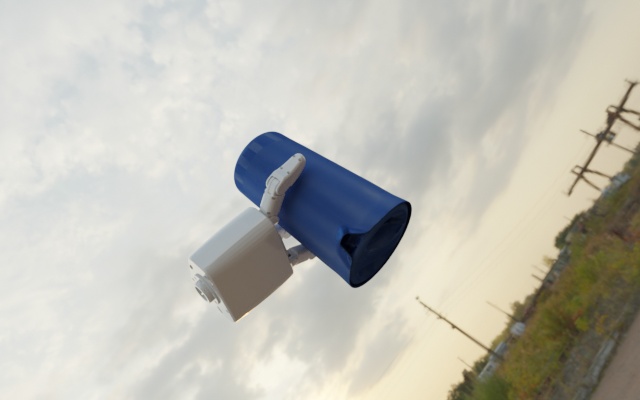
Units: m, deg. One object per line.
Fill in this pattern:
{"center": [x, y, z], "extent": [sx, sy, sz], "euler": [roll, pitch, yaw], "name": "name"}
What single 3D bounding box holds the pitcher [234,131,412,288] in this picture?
{"center": [0.000, 0.002, 0.677], "extent": [0.242, 0.149, 0.145], "euler": [35, 60, 26], "name": "pitcher"}
